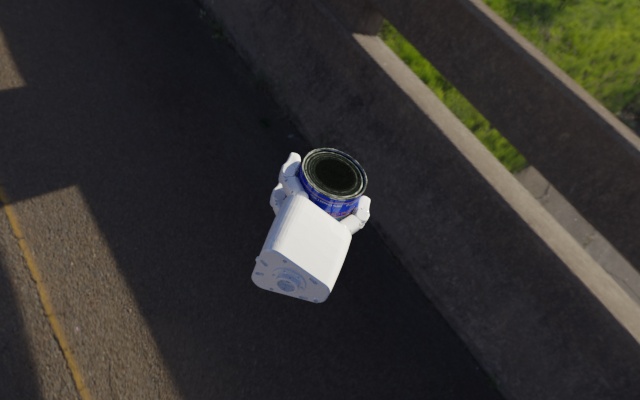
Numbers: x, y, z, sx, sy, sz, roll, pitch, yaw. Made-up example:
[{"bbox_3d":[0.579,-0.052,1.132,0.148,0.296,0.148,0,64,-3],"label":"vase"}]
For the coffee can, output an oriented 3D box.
[{"bbox_3d":[0.000,0.002,0.756,0.103,0.102,0.140,0,-39,-23],"label":"coffee can"}]
